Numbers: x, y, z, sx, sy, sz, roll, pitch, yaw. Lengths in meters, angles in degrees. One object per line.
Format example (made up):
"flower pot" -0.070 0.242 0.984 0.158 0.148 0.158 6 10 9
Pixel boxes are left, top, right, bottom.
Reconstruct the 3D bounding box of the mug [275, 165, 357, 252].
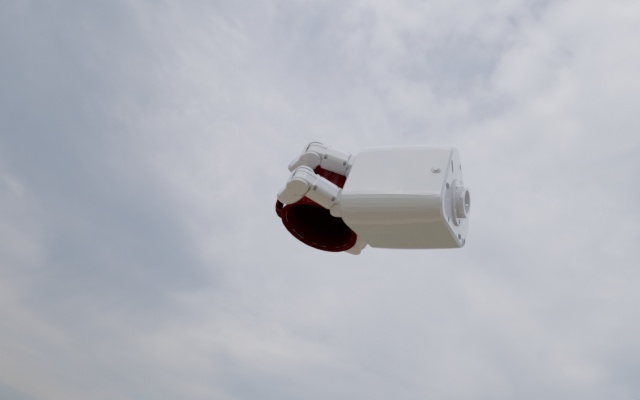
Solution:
"mug" -0.001 0.002 0.576 0.117 0.081 0.093 1 -41 30
